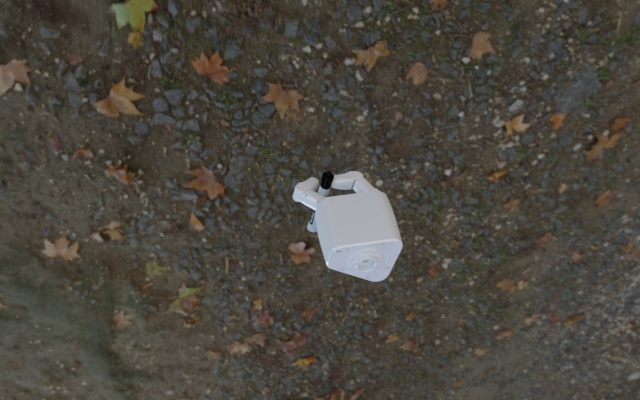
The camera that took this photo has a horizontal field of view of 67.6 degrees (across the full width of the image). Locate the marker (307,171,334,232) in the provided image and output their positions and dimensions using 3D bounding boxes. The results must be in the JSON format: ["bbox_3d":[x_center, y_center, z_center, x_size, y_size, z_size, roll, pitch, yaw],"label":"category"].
[{"bbox_3d":[0.000,0.003,0.778,0.020,0.121,0.020,10,38,-8],"label":"marker"}]
